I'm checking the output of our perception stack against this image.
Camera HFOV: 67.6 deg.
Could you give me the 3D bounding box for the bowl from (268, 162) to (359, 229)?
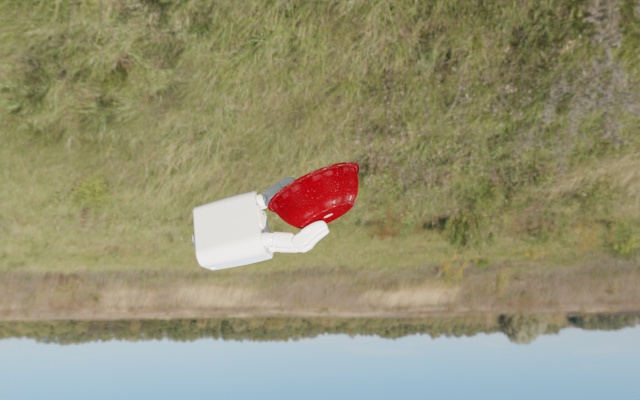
[{"bbox_3d":[0.001,0.002,0.761,0.162,0.055,0.162,-24,-15,-7],"label":"bowl"}]
